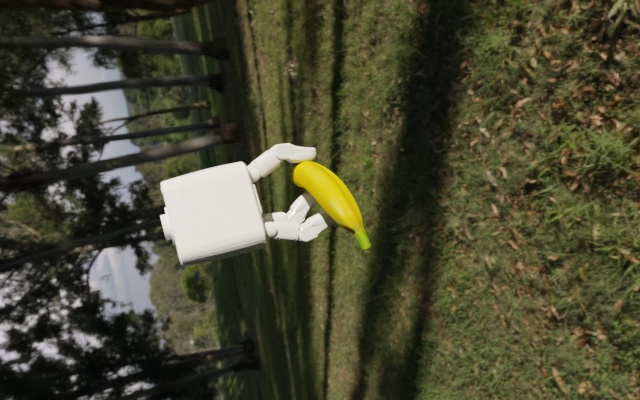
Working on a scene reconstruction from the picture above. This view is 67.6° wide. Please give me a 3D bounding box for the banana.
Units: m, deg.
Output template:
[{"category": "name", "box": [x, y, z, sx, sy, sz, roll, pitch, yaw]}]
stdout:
[{"category": "banana", "box": [0.000, -0.012, 0.606, 0.037, 0.070, 0.197, -17, 35, -18]}]
